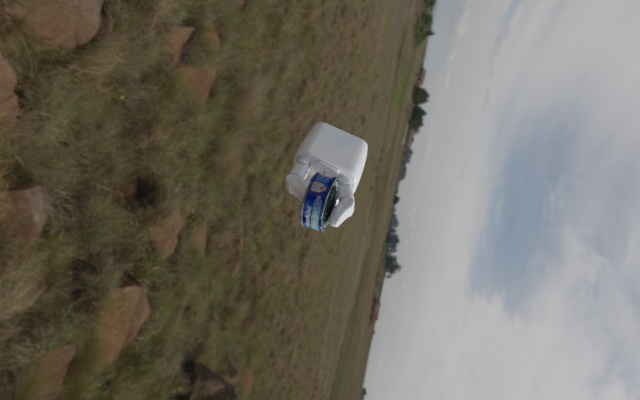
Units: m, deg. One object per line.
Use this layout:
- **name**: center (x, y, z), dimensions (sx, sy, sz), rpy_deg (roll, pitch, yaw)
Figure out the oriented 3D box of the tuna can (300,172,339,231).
- **tuna can**: center (0.001, 0.003, 0.725), dimensions (0.034, 0.086, 0.086), rpy_deg (16, 3, 12)
